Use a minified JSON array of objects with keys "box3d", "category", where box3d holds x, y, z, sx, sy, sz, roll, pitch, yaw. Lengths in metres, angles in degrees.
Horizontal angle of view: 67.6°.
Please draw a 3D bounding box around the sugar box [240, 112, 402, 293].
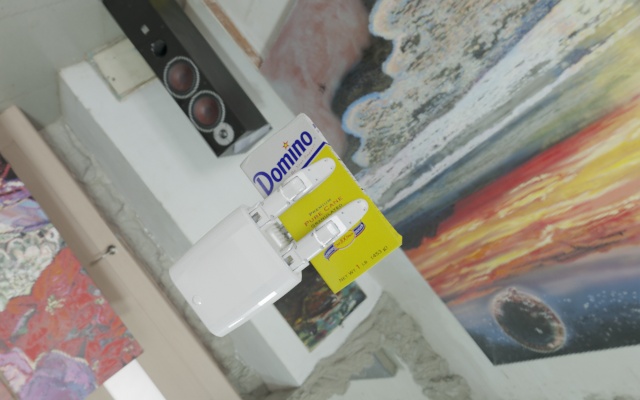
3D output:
[{"box3d":[0.000,0.002,0.522,0.093,0.176,0.048,-39,-2,8],"category":"sugar box"}]
